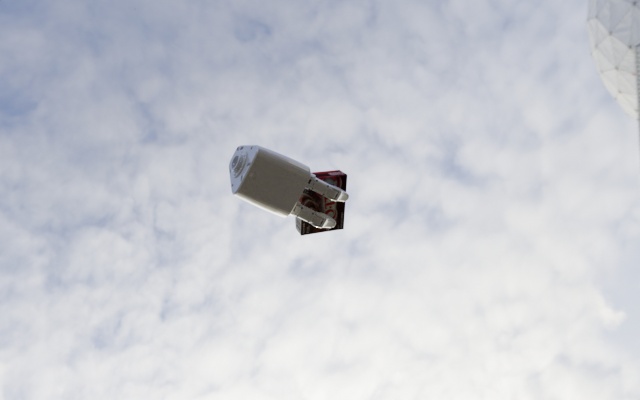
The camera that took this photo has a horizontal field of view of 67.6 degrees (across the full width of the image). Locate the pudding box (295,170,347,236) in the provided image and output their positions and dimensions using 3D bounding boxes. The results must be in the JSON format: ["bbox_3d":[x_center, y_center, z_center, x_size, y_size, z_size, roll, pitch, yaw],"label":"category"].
[{"bbox_3d":[0.000,0.003,0.885,0.090,0.113,0.039,-7,25,-23],"label":"pudding box"}]
